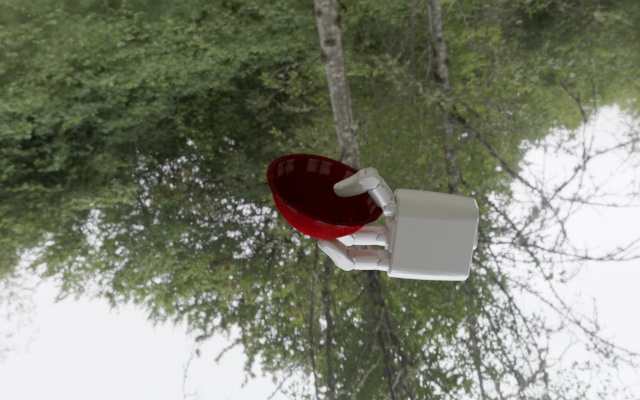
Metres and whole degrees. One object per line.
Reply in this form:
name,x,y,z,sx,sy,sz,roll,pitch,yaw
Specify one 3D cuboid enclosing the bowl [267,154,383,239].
bowl,-0.001,0.002,0.643,0.162,0.055,0.162,15,33,-10
